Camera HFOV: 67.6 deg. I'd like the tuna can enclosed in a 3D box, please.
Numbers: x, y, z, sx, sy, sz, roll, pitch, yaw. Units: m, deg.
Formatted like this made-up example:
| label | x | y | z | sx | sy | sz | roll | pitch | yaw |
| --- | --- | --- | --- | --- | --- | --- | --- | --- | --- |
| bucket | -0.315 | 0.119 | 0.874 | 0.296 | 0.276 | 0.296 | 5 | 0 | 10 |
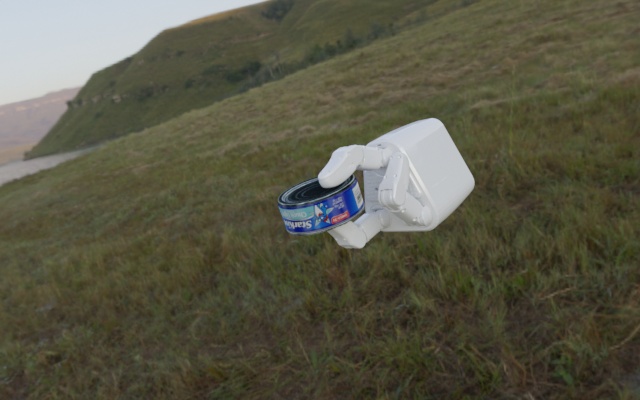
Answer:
| label | x | y | z | sx | sy | sz | roll | pitch | yaw |
| --- | --- | --- | --- | --- | --- | --- | --- | --- | --- |
| tuna can | 0.000 | 0.001 | 0.490 | 0.086 | 0.034 | 0.086 | -17 | 17 | 5 |
